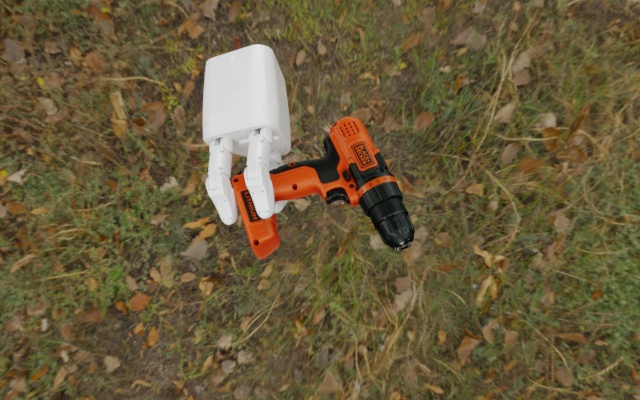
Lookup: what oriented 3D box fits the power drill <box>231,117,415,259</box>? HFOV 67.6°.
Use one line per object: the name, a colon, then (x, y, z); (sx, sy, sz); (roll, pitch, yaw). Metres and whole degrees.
power drill: (0.000, 0.002, 0.574); (0.187, 0.184, 0.057); (-21, -26, -6)
